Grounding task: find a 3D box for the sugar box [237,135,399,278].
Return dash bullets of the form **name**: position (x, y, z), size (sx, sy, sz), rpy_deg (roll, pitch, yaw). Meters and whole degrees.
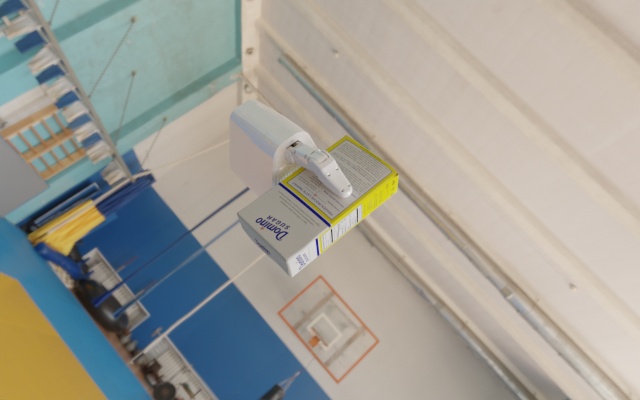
- **sugar box**: position (0.000, 0.002, 0.567), size (0.176, 0.048, 0.093), rpy_deg (-38, 58, -20)
